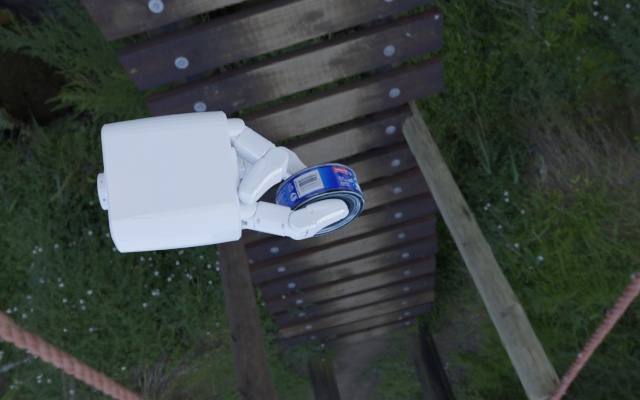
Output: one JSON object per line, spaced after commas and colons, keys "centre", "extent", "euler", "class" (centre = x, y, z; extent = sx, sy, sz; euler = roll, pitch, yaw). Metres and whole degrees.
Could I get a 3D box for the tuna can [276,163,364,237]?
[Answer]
{"centre": [0.000, 0.002, 0.481], "extent": [0.086, 0.033, 0.086], "euler": [-14, -30, -9], "class": "tuna can"}
